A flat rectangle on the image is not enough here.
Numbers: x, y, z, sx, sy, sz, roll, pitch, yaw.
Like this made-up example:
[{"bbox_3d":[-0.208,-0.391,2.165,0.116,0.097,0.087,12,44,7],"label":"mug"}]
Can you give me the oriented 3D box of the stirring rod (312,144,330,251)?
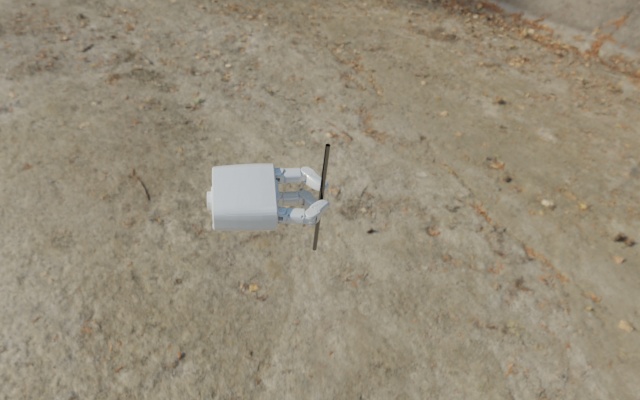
[{"bbox_3d":[0.000,0.003,0.829,0.011,0.240,0.011,4,41,-4],"label":"stirring rod"}]
